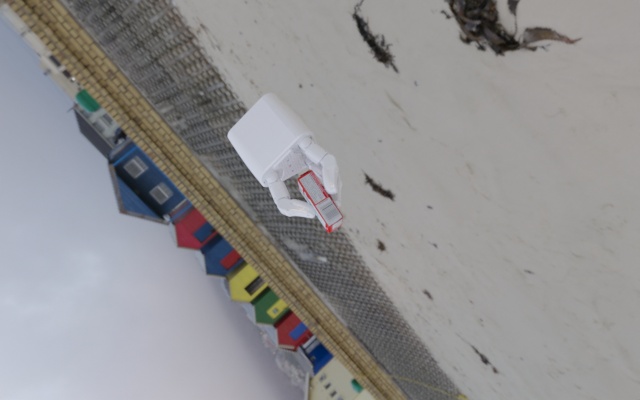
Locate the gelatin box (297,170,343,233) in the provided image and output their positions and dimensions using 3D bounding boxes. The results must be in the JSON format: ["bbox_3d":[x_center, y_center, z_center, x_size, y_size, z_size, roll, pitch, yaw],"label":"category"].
[{"bbox_3d":[0.000,0.003,0.732,0.030,0.089,0.073,-32,-10,-6],"label":"gelatin box"}]
